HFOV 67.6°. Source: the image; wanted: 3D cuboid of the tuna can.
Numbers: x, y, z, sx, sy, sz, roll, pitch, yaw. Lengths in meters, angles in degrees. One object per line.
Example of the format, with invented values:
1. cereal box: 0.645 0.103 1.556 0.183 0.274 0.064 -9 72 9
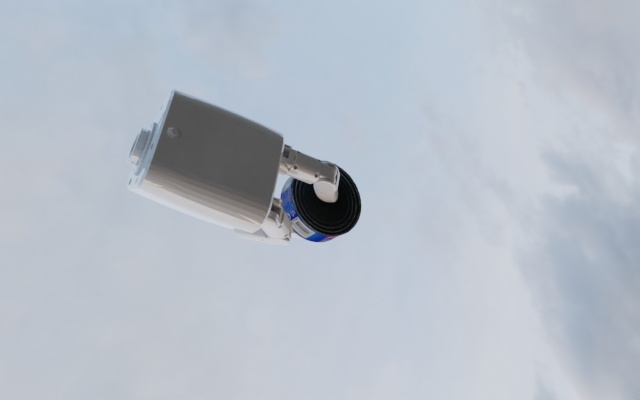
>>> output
1. tuna can: 0.000 0.002 0.520 0.086 0.086 0.034 0 -19 -32
